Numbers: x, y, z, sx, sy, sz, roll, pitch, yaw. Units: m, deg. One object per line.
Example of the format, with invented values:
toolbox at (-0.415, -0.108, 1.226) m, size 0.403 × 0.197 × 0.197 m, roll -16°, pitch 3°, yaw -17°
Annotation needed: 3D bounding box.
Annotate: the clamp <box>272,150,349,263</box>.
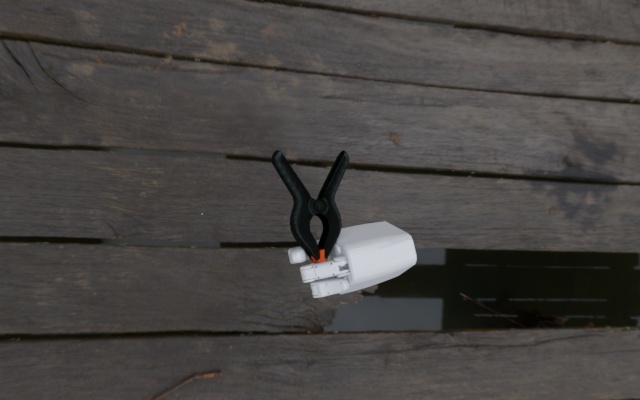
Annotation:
clamp at (0.000, 0.002, 0.704) m, size 0.120 × 0.171 × 0.039 m, roll -12°, pitch 1°, yaw -18°
